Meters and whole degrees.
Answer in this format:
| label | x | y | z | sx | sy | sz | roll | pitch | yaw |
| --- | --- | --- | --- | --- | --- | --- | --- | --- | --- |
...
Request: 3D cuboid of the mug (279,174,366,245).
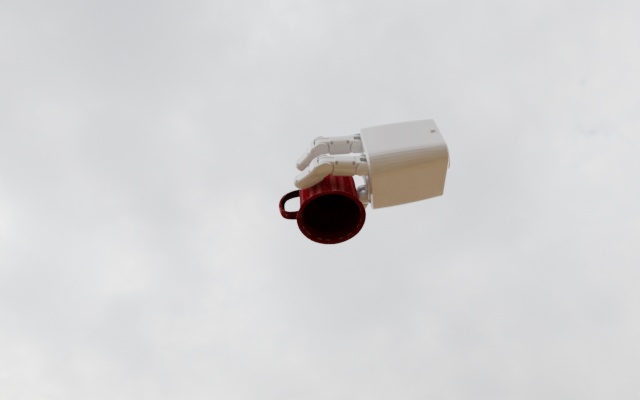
| label | x | y | z | sx | sy | sz | roll | pitch | yaw |
| --- | --- | --- | --- | --- | --- | --- | --- | --- | --- |
| mug | -0.001 | 0.002 | 0.666 | 0.117 | 0.093 | 0.081 | -8 | 37 | 1 |
